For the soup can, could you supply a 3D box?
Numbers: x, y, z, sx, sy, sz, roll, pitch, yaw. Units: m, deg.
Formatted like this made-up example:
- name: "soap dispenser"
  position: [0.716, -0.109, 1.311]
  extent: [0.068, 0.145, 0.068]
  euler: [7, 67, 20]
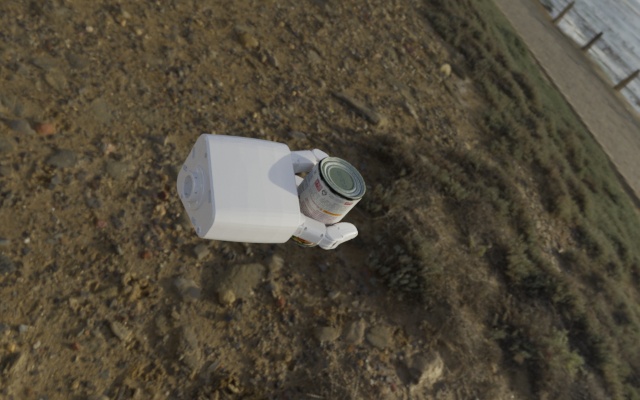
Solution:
- name: "soup can"
  position: [0.001, 0.002, 0.595]
  extent: [0.068, 0.068, 0.102]
  euler: [0, -37, -41]
